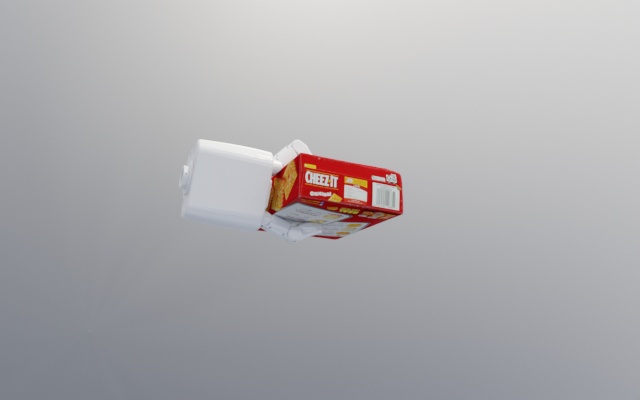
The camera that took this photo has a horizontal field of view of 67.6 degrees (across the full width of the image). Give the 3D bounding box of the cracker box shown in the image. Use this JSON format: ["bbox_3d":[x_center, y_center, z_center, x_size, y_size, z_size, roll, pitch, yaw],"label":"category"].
[{"bbox_3d":[0.000,0.003,0.738,0.164,0.072,0.214,9,-18,-24],"label":"cracker box"}]
